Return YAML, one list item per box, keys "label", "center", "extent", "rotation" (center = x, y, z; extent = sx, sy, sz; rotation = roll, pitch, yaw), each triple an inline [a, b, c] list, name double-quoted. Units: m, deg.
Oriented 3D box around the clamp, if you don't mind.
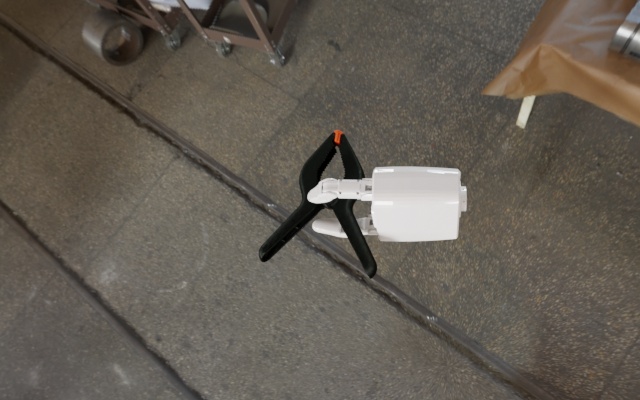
- label: "clamp"
  center: [0.000, 0.001, 0.669]
  extent: [0.164, 0.210, 0.036]
  rotation: [0, -18, 12]
